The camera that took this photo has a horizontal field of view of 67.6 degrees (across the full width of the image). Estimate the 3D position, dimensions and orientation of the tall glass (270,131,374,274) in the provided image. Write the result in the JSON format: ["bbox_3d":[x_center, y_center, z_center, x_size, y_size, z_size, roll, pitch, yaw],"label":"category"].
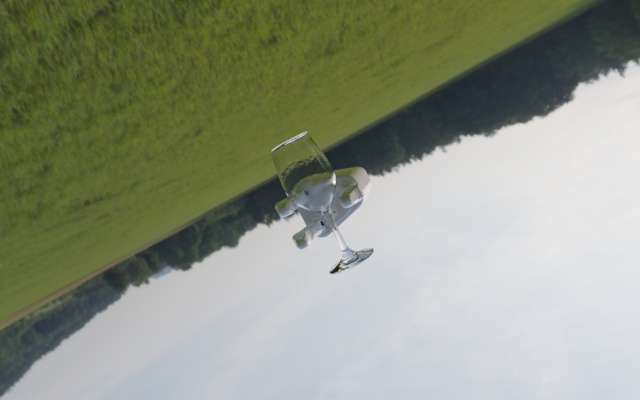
[{"bbox_3d":[0.000,0.003,0.698,0.079,0.201,0.079,-28,5,3],"label":"tall glass"}]
